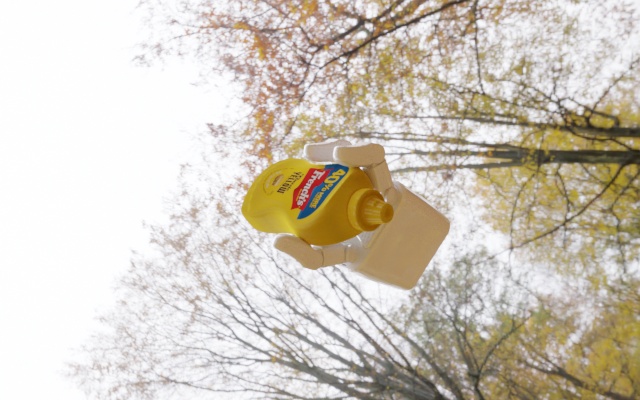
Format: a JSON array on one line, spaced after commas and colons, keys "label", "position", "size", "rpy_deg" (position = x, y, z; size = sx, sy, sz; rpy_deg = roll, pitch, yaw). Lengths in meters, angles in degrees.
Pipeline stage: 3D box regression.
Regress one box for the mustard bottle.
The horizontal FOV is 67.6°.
[{"label": "mustard bottle", "position": [0.000, 0.001, 0.504], "size": [0.191, 0.058, 0.096], "rpy_deg": [10, 52, 49]}]
